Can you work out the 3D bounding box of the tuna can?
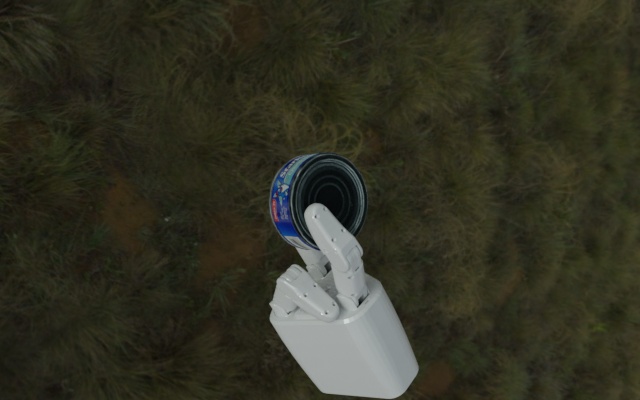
[{"bbox_3d":[0.000,0.001,0.416,0.086,0.086,0.034,0,0,-36],"label":"tuna can"}]
